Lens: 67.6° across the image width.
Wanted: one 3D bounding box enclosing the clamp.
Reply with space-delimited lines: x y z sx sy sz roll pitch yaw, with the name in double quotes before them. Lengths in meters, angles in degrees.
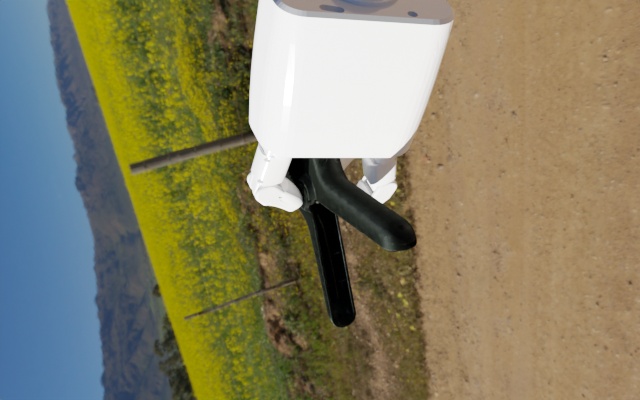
"clamp" -0.001 0.001 0.420 0.036 0.210 0.165 -14 -35 -24
